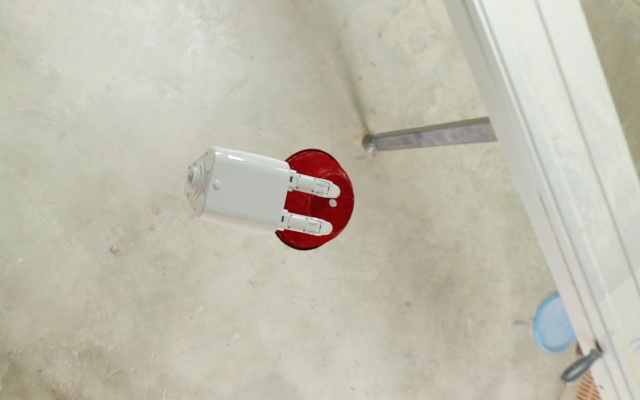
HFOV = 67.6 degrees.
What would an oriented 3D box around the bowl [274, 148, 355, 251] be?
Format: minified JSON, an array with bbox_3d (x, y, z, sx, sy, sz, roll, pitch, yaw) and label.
[{"bbox_3d":[0.001,0.002,0.730,0.162,0.162,0.055,0,7,-40],"label":"bowl"}]
